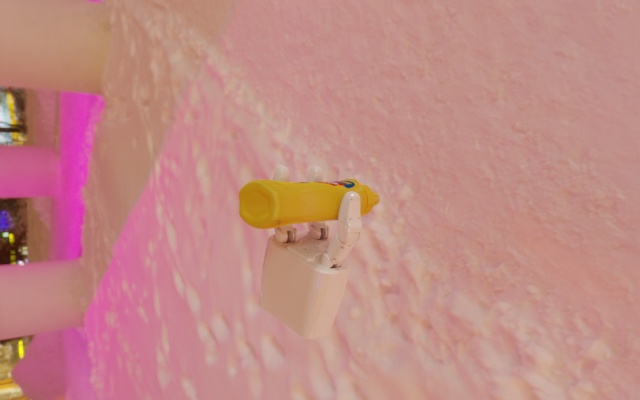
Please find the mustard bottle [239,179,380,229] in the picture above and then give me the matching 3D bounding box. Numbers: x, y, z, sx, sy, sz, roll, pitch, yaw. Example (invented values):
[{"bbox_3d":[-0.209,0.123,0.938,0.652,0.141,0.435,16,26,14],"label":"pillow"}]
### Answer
[{"bbox_3d":[0.000,0.002,0.610,0.191,0.058,0.096,-2,1,-36],"label":"mustard bottle"}]
